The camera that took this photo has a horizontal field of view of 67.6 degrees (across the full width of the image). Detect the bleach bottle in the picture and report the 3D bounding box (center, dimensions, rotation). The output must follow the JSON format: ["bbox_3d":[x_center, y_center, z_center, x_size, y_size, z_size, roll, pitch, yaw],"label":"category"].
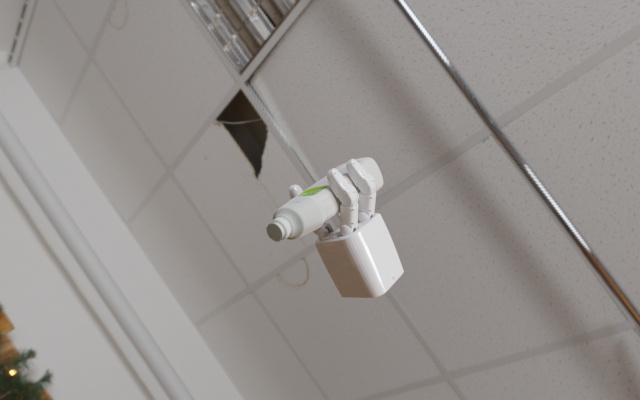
[{"bbox_3d":[0.000,0.002,0.751,0.102,0.068,0.250,-19,8,40],"label":"bleach bottle"}]
